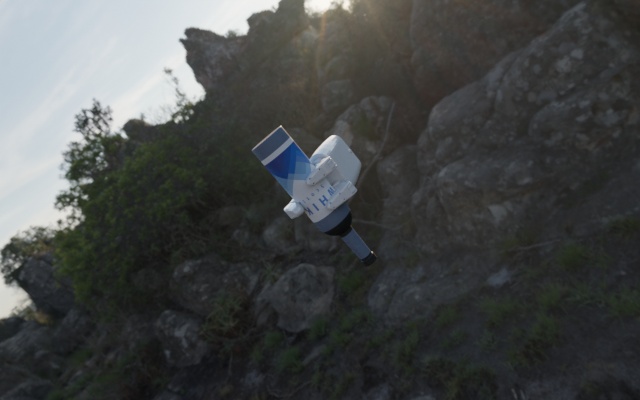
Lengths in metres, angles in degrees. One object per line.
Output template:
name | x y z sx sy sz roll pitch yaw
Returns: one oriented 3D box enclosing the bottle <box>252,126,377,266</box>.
bottle | 0.000 0.003 0.848 0.069 0.296 0.069 -38 12 10
